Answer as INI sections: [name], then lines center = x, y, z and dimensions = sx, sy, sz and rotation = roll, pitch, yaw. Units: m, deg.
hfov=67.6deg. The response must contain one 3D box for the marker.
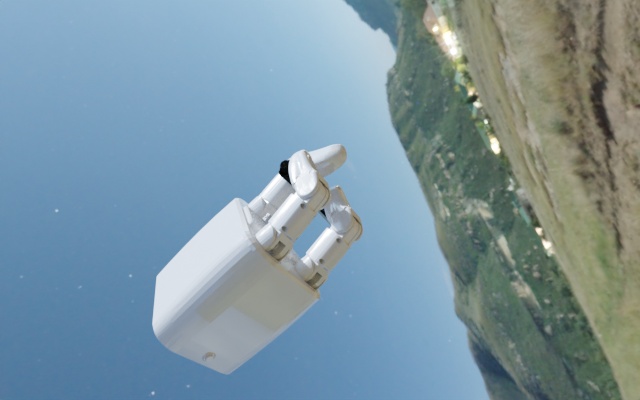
[marker]
center = 0.000, 0.001, 0.447
dimensions = 0.020, 0.020, 0.121
rotation = 0, -33, 38
